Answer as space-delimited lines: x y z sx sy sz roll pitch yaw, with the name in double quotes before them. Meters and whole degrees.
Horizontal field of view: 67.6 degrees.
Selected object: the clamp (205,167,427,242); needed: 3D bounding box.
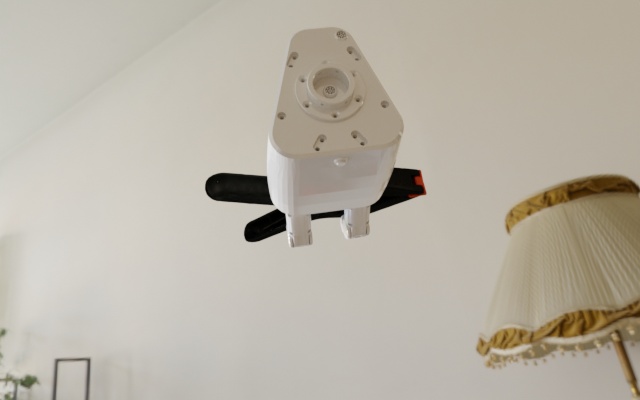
"clamp" 0.001 0.001 0.493 0.210 0.036 0.165 -7 -19 -6
